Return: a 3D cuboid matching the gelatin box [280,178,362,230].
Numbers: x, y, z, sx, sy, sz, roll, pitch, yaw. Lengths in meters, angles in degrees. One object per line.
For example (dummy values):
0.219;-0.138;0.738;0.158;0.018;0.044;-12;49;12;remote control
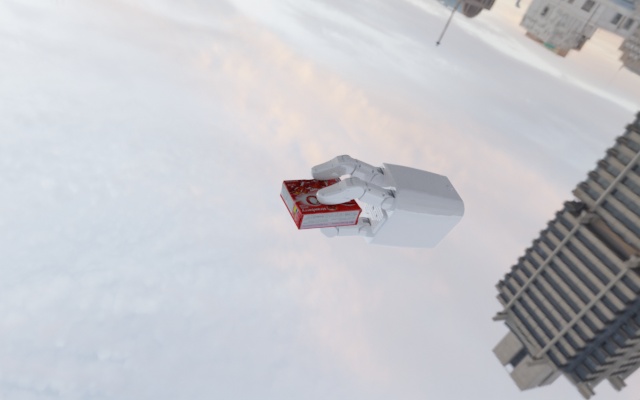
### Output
0.000;0.002;0.634;0.089;0.030;0.073;-4;40;-26;gelatin box
